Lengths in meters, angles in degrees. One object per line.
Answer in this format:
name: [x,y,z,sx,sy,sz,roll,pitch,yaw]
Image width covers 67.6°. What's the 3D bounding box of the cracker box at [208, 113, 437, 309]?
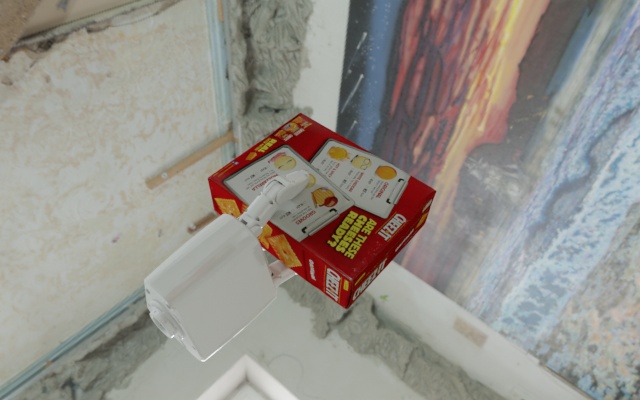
cracker box: [0.000,0.002,0.571,0.213,0.072,0.164,34,56,24]
